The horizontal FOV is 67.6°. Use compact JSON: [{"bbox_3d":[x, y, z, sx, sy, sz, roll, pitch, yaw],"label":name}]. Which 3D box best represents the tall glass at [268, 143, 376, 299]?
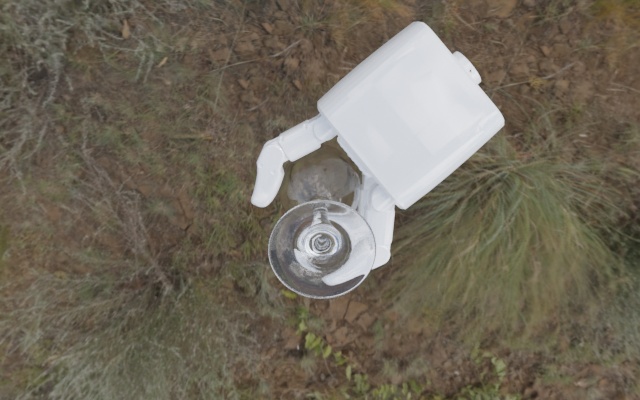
[{"bbox_3d":[0.000,0.002,0.419,0.079,0.079,0.201,0,20,-1],"label":"tall glass"}]
